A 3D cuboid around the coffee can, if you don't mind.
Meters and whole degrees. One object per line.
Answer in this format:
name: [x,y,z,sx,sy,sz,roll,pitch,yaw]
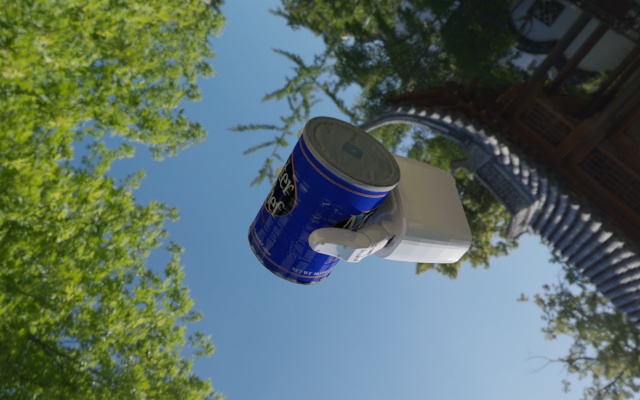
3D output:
coffee can: [0.000,0.001,0.484,0.103,0.140,0.102,22,34,-16]
